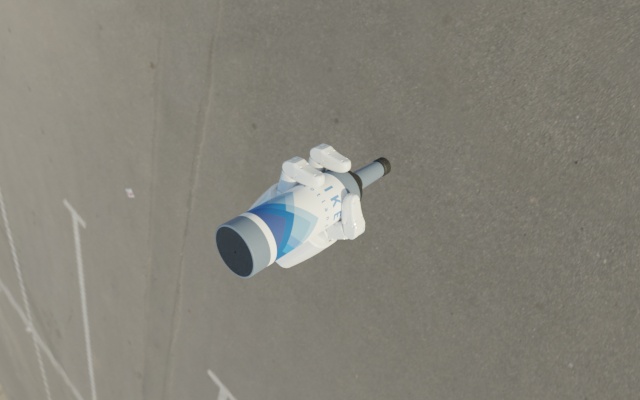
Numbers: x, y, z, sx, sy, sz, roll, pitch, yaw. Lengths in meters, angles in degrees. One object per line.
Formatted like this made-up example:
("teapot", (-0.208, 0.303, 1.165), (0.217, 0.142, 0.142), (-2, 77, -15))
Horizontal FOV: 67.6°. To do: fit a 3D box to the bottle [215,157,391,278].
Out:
("bottle", (0.000, 0.002, 0.624), (0.069, 0.069, 0.295), (0, 22, 44))
